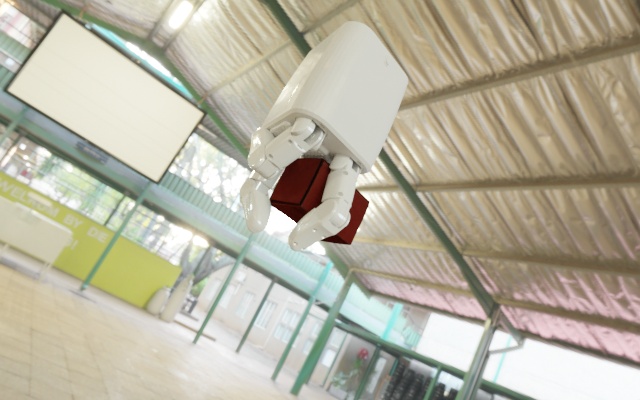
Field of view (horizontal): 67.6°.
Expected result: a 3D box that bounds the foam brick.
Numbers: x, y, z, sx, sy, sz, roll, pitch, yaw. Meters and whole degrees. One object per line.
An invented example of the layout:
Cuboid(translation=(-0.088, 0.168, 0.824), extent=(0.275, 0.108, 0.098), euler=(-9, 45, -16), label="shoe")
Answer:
Cuboid(translation=(0.000, 0.002, 0.464), extent=(0.053, 0.051, 0.078), euler=(5, -28, 48), label="foam brick")
